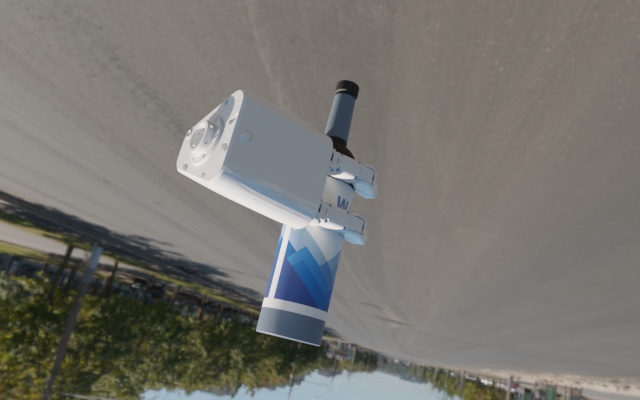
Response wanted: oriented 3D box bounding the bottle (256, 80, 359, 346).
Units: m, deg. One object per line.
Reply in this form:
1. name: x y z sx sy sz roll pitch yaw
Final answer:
1. bottle: 0.000 0.002 0.521 0.069 0.295 0.069 12 -17 4
